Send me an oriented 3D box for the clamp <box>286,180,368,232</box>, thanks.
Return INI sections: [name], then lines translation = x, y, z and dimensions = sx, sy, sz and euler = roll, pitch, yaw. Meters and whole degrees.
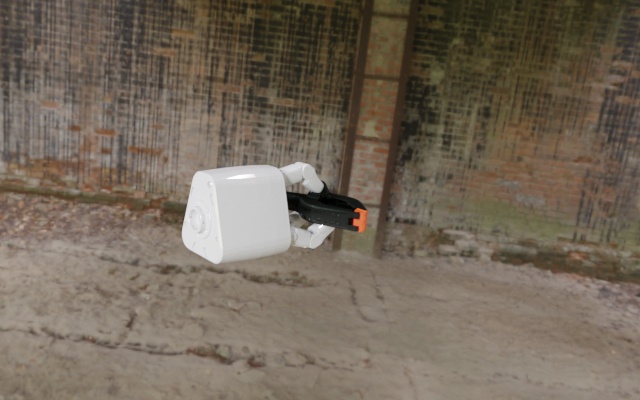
[clamp]
translation = 0.000, 0.002, 0.710
dimensions = 0.164, 0.036, 0.210
euler = -11, 20, -44
